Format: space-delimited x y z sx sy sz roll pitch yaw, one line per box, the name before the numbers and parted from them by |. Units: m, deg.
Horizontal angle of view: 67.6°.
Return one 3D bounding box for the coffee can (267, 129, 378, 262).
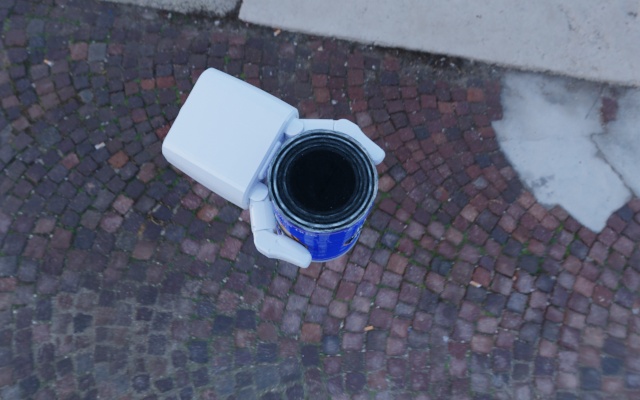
coffee can | 0.000 0.002 0.503 0.103 0.102 0.140 0 -18 -2
